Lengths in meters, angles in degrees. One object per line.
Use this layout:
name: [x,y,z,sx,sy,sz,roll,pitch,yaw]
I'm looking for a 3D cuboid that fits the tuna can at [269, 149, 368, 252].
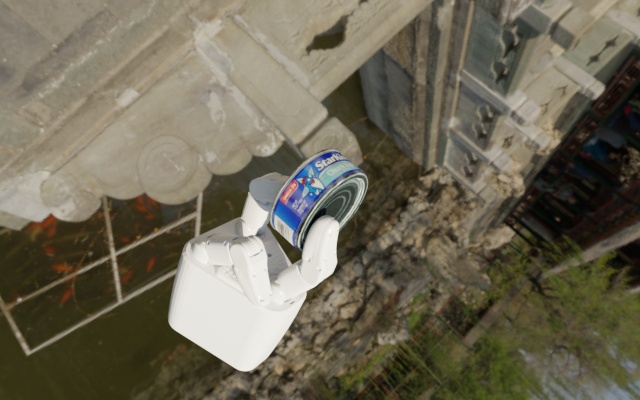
tuna can: [0.000,0.002,0.400,0.033,0.086,0.086,41,18,22]
